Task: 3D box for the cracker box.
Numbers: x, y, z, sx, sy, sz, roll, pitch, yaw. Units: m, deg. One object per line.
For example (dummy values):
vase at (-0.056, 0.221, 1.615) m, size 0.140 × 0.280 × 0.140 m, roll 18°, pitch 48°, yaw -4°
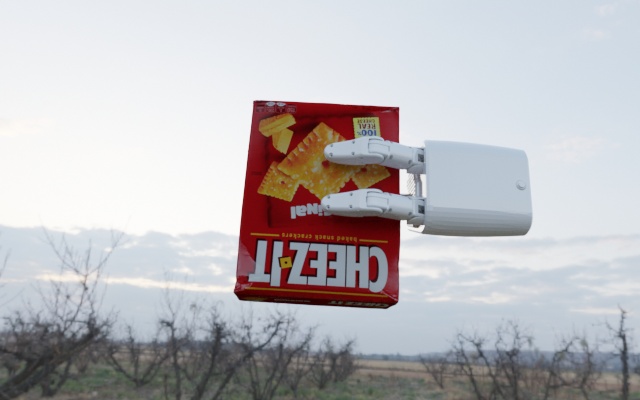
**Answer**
cracker box at (0.000, 0.002, 0.513) m, size 0.164 × 0.213 × 0.072 m, roll 3°, pitch -18°, yaw -1°
